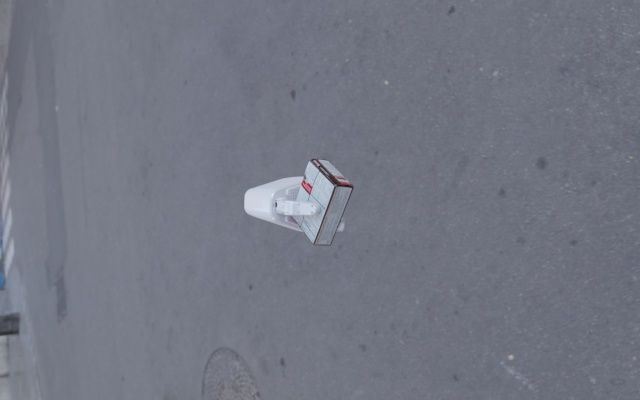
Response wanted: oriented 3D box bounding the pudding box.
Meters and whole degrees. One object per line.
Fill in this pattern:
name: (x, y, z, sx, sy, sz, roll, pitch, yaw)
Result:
pudding box: (0.000, 0.002, 0.763, 0.039, 0.113, 0.090, 0, 31, -34)
